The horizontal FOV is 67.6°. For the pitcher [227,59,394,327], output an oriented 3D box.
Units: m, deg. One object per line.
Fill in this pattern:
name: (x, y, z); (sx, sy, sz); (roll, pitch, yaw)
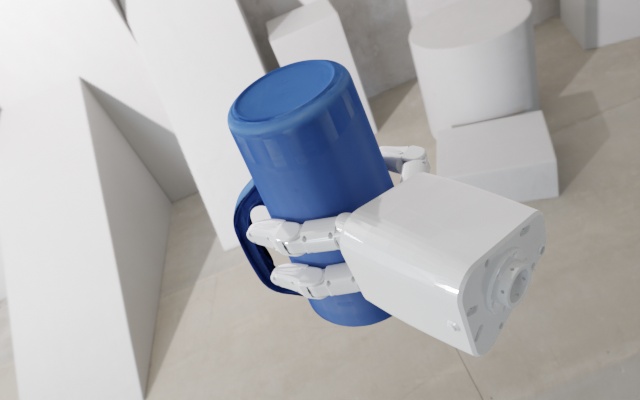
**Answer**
pitcher: (0.000, 0.002, 0.455); (0.149, 0.243, 0.145); (-43, 41, -23)
